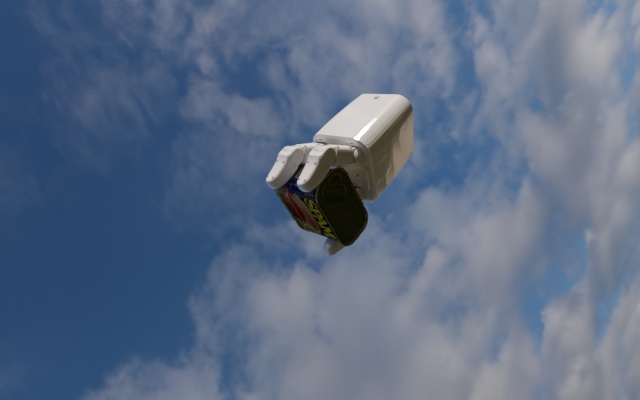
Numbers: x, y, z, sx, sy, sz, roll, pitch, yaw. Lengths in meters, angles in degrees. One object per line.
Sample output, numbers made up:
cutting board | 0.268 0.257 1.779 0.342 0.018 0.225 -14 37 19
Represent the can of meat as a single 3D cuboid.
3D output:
can of meat | 0.000 0.002 0.604 0.084 0.102 0.057 14 54 45
